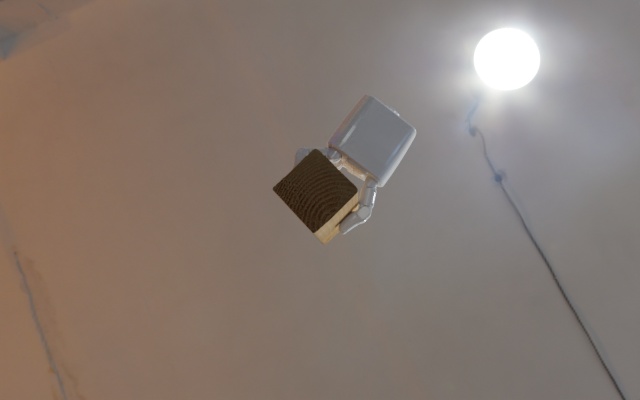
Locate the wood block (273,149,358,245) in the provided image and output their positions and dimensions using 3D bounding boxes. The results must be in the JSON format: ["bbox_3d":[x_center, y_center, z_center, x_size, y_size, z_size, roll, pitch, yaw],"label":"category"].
[{"bbox_3d":[0.001,0.002,0.768,0.090,0.091,0.206,-44,-10,-3],"label":"wood block"}]
